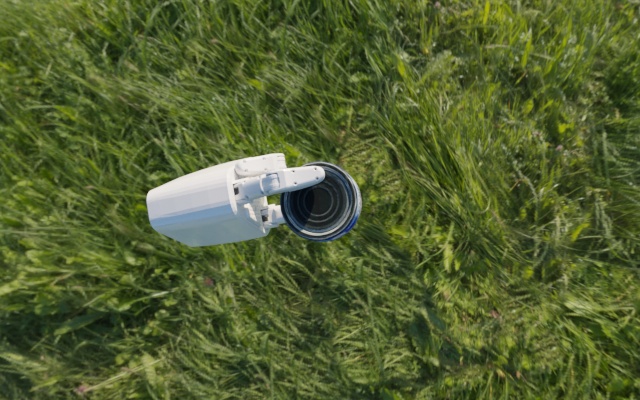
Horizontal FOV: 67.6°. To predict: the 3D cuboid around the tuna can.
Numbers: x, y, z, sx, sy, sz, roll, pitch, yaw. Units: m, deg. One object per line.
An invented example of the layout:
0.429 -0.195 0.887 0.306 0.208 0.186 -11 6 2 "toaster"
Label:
0.000 0.002 0.516 0.086 0.086 0.034 0 -6 12 "tuna can"
